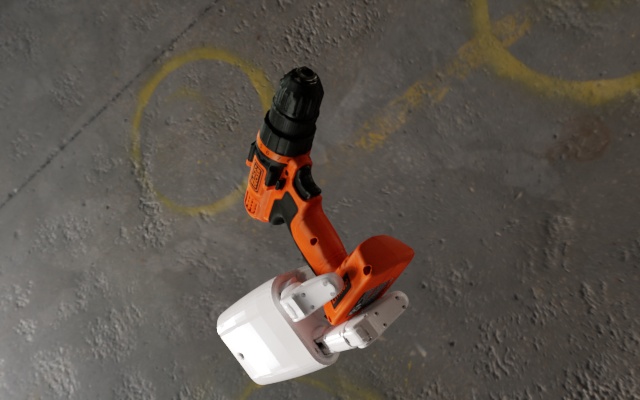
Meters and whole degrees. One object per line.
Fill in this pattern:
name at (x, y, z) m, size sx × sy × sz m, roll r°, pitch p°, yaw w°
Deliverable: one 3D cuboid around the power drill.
power drill at (0.000, 0.002, 0.431) m, size 0.057 × 0.187 × 0.185 m, roll -18°, pitch -30°, yaw -31°
